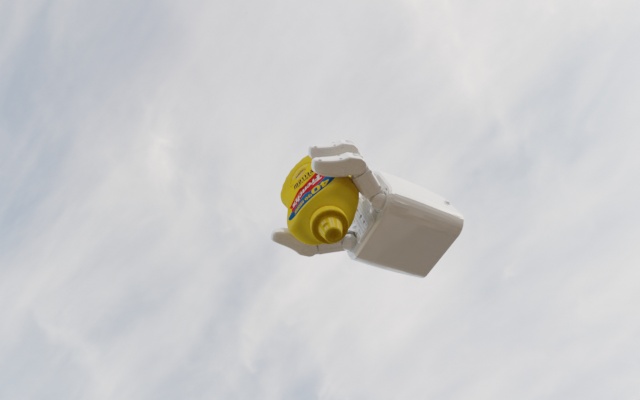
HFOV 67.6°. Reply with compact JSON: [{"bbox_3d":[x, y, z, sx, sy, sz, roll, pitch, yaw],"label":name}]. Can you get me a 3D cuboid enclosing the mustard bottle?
[{"bbox_3d":[0.000,0.002,0.572,0.058,0.096,0.191,44,9,-21],"label":"mustard bottle"}]
